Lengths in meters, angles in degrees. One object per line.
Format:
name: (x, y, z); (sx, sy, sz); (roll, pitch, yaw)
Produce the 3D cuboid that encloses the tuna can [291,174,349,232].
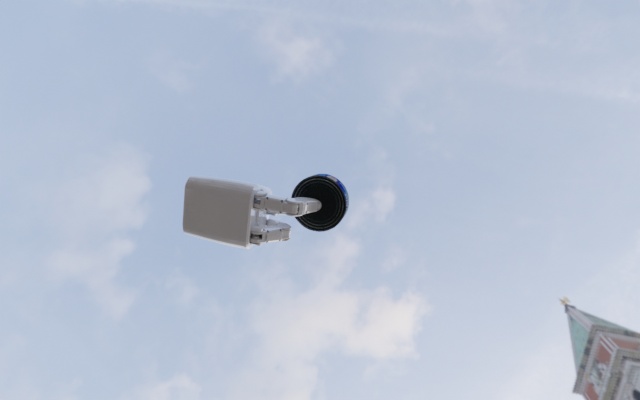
tuna can: (0.000, 0.002, 0.729); (0.086, 0.086, 0.033); (0, 10, 14)
